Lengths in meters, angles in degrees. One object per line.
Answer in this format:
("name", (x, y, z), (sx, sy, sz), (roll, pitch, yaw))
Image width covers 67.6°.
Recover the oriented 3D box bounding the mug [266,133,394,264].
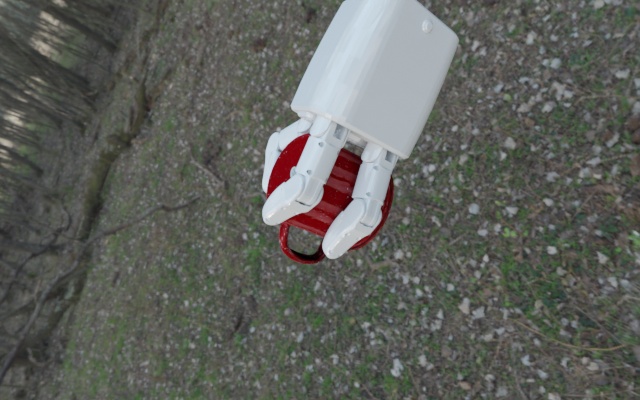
("mug", (-0.001, 0.003, 0.434), (0.081, 0.117, 0.093), (23, 4, -33))
